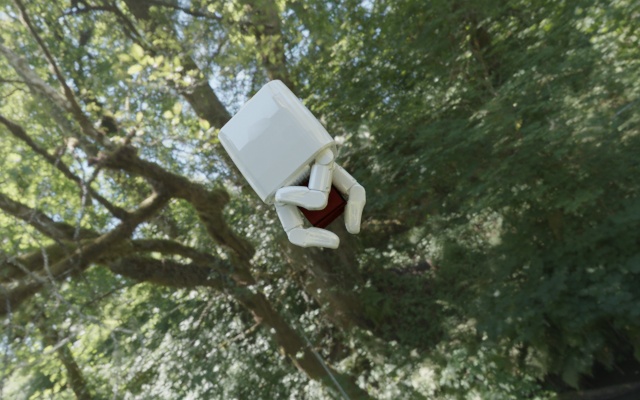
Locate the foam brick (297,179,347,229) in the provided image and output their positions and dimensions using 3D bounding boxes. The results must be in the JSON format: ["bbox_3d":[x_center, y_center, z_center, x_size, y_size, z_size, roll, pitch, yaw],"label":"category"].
[{"bbox_3d":[0.000,0.002,0.613,0.053,0.051,0.078,-39,-9,-1],"label":"foam brick"}]
